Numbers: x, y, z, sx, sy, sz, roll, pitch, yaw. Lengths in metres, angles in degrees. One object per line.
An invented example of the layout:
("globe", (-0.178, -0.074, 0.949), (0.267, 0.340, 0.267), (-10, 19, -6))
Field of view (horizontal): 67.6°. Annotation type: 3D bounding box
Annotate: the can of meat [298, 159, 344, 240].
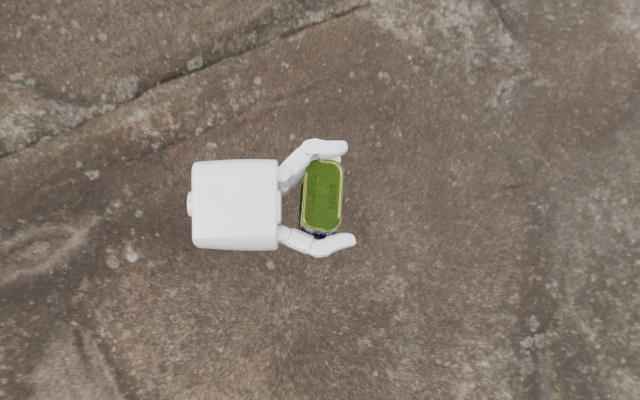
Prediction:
("can of meat", (0.000, 0.002, 0.645), (0.057, 0.102, 0.084), (4, -14, -2))
